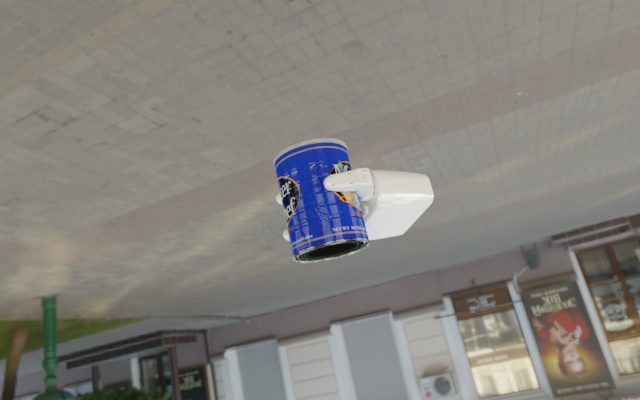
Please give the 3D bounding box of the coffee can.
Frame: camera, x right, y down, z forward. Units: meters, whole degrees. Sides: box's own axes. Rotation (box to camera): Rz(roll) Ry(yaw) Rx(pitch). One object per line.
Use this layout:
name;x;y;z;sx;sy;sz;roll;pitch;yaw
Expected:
coffee can;0.000;0.002;0.633;0.103;0.140;0.103;-11;-17;-4
